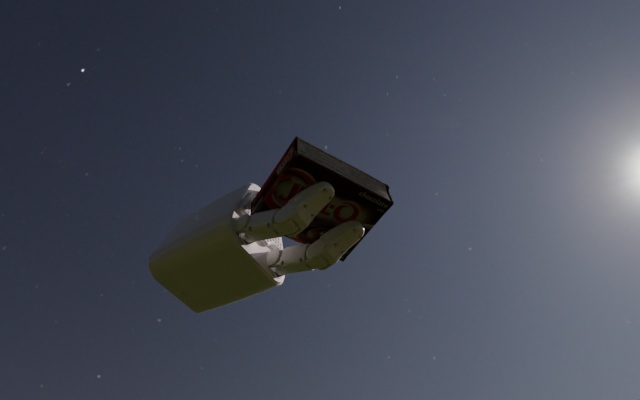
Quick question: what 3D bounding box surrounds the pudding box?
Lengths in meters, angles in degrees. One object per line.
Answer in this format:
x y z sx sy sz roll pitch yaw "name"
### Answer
0.000 0.001 0.472 0.113 0.090 0.039 24 33 -21 "pudding box"
